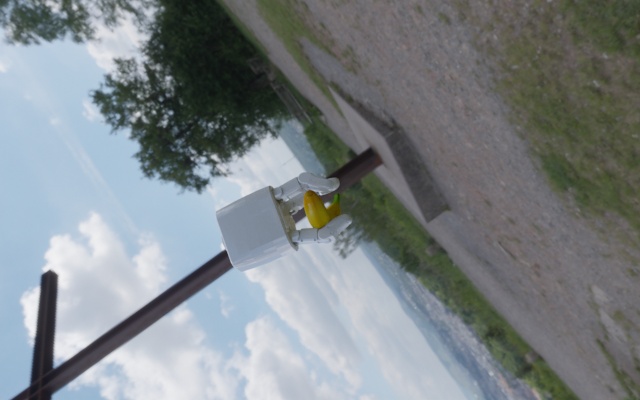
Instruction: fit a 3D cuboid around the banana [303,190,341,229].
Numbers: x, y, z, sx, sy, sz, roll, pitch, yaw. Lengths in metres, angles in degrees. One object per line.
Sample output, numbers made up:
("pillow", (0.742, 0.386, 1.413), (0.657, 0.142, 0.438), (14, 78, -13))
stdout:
("banana", (0.004, 0.021, 0.802), (0.037, 0.069, 0.198), (-10, -3, 12))
